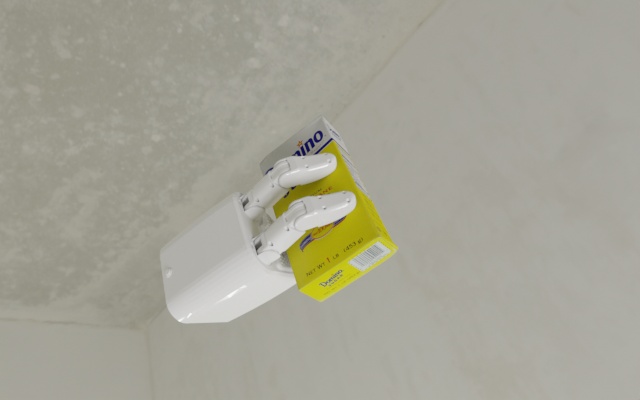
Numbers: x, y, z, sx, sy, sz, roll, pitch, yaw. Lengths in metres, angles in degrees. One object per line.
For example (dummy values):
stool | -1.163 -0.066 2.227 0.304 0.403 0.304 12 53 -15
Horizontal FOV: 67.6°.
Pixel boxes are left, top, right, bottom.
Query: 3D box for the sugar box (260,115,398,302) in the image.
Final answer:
sugar box | 0.000 0.002 0.483 0.093 0.176 0.048 -35 -39 14
